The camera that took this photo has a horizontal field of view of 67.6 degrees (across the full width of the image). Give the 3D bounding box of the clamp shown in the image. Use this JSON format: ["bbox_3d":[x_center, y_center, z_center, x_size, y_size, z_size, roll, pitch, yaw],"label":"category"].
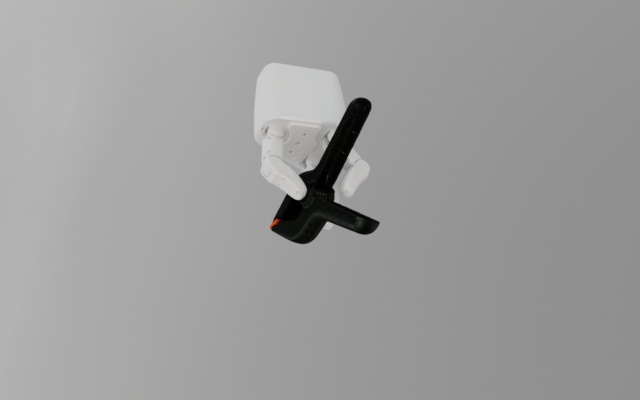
[{"bbox_3d":[-0.001,0.002,0.558,0.036,0.164,0.210,18,-40,-27],"label":"clamp"}]
